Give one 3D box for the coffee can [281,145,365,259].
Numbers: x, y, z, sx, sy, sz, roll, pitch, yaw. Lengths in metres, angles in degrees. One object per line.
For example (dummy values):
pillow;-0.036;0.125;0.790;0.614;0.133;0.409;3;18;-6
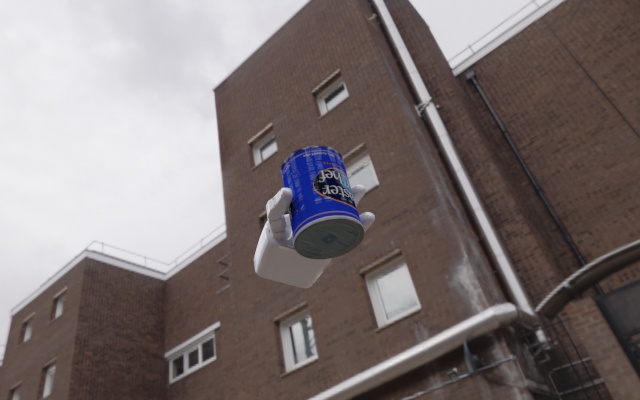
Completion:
coffee can;0.000;0.002;0.718;0.103;0.140;0.103;-9;-37;-6
